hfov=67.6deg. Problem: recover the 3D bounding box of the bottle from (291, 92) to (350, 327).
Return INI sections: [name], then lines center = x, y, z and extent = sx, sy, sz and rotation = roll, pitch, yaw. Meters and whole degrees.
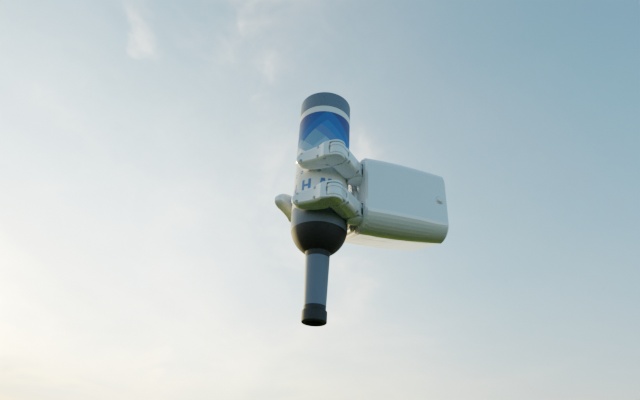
[bottle]
center = 0.000, 0.002, 0.572
extent = 0.069, 0.295, 0.069
rotation = 2, -31, 1
